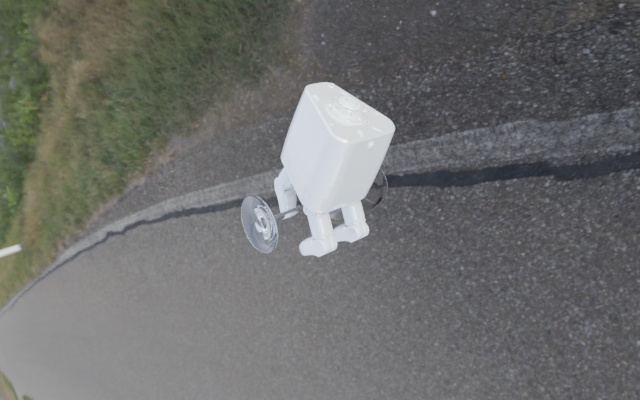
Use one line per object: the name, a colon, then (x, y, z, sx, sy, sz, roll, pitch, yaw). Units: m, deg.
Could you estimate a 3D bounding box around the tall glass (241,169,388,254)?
tall glass: (-0.001, 0.002, 0.630, 0.201, 0.079, 0.079, -20, 12, -38)
